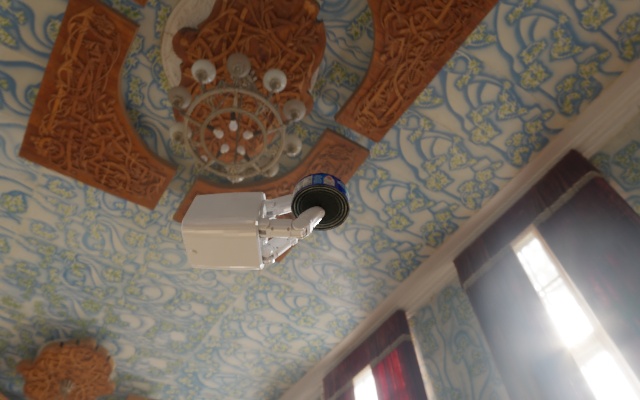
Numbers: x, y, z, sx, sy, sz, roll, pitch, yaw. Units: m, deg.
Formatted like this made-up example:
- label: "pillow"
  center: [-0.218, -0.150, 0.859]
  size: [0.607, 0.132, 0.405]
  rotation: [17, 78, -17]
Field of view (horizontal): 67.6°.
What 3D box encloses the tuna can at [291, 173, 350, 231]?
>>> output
- label: "tuna can"
  center: [0.000, 0.002, 0.705]
  size: [0.086, 0.086, 0.033]
  rotation: [0, 38, 3]
